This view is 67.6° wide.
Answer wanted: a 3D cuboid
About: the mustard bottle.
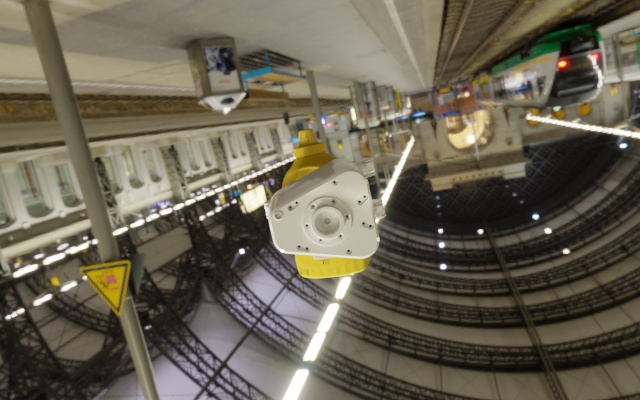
[{"bbox_3d":[0.000,0.002,0.624,0.096,0.191,0.058,-9,9,22],"label":"mustard bottle"}]
